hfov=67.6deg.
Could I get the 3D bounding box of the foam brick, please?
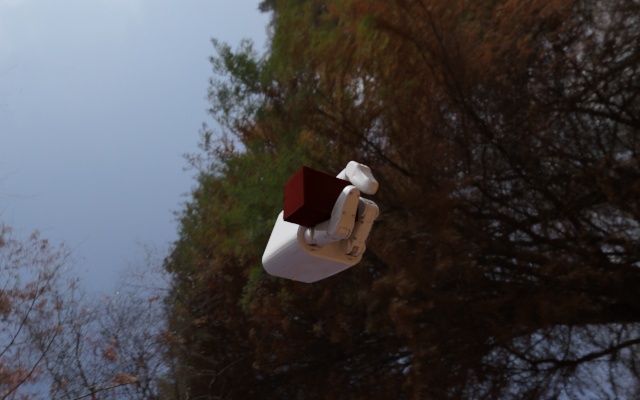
[{"bbox_3d":[0.000,0.002,0.570,0.078,0.053,0.051,18,-31,-28],"label":"foam brick"}]
